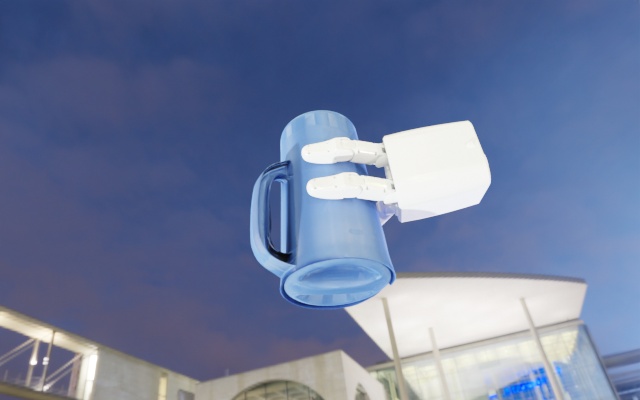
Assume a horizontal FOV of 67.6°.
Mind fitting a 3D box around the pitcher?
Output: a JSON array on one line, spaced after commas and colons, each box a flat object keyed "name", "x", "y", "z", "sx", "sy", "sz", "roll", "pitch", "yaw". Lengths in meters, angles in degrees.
[{"name": "pitcher", "x": 0.000, "y": 0.002, "z": 0.603, "sx": 0.145, "sy": 0.242, "sz": 0.149, "roll": -13, "pitch": -35, "yaw": 8}]
